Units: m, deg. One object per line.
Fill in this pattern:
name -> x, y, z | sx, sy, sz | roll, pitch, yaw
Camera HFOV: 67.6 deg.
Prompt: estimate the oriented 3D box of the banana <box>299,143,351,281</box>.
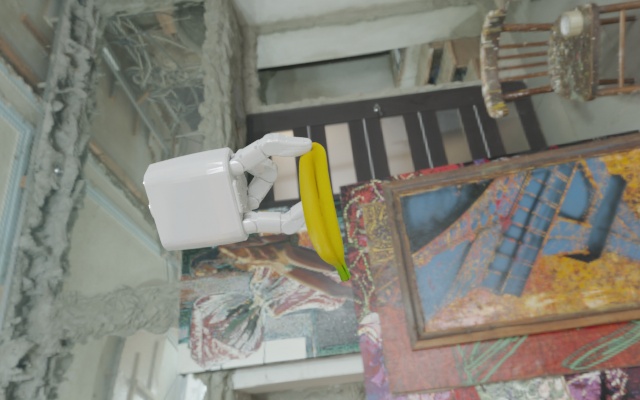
banana -> -0.003, -0.005, 0.562 | 0.037, 0.197, 0.070 | -13, -33, 4
